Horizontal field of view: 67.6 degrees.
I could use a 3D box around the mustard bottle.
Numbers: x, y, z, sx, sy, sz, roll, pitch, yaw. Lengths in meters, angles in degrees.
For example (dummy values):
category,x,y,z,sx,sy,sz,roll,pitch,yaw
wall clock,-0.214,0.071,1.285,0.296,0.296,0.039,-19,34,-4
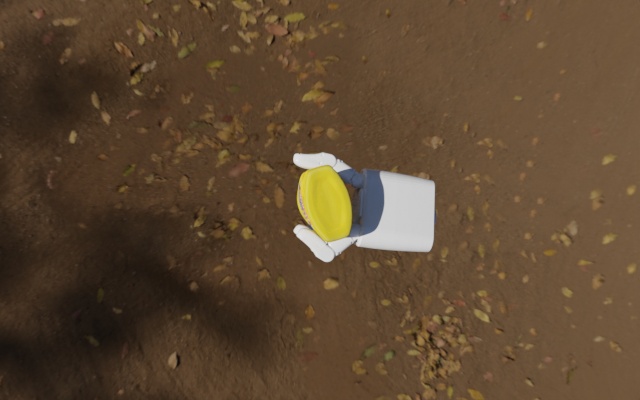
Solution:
category,x,y,z,sx,sy,sz,roll,pitch,yaw
mustard bottle,0.000,0.002,0.682,0.058,0.096,0.191,-18,3,-6
